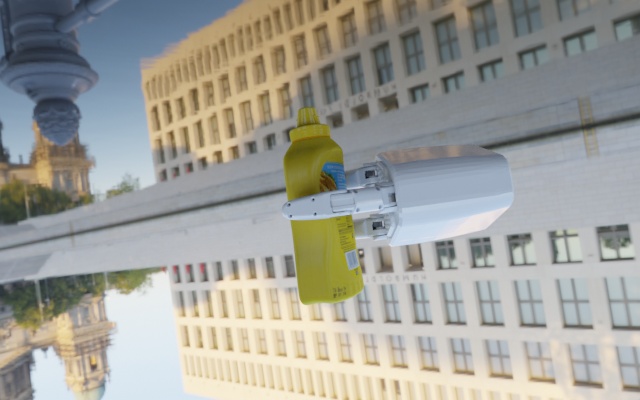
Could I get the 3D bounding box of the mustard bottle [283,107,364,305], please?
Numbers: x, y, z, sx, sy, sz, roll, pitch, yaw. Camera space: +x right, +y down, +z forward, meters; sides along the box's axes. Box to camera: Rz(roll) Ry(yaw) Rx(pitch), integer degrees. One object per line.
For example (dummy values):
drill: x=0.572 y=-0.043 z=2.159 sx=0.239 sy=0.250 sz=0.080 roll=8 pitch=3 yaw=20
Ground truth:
mustard bottle: x=0.000 y=0.002 z=0.479 sx=0.058 sy=0.191 sz=0.096 roll=-9 pitch=-3 yaw=23
